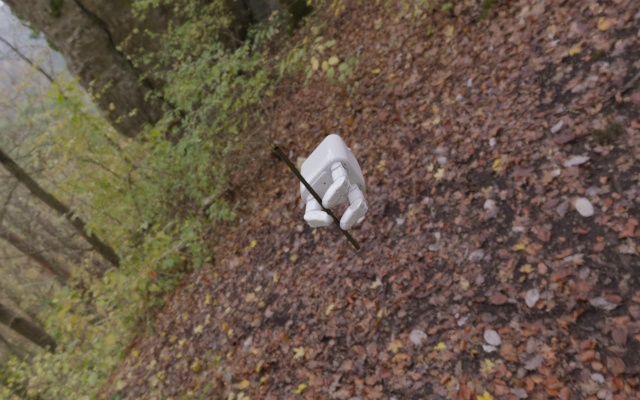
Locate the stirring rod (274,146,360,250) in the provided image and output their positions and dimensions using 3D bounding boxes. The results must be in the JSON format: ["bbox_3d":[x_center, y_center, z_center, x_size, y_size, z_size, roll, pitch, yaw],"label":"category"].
[{"bbox_3d":[0.000,0.003,0.777,0.011,0.011,0.240,0,-43,48],"label":"stirring rod"}]
